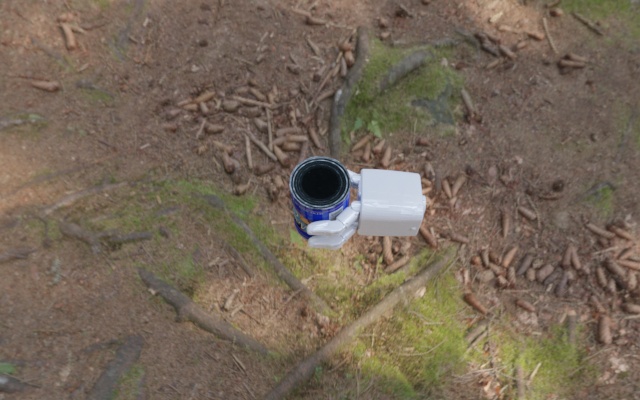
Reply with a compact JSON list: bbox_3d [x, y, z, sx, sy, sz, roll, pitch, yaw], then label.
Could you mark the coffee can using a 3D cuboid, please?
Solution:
[{"bbox_3d":[0.000,0.003,0.845,0.103,0.102,0.140,0,-28,1],"label":"coffee can"}]
